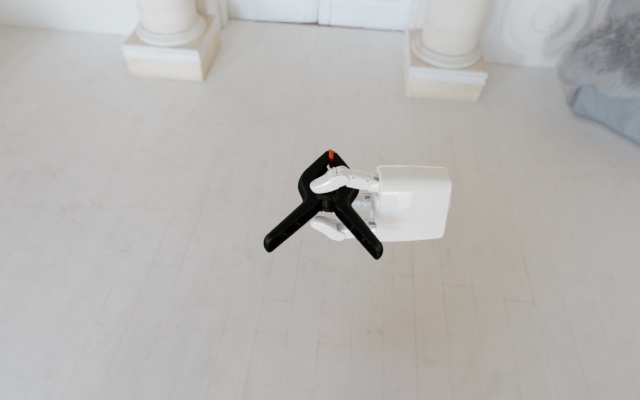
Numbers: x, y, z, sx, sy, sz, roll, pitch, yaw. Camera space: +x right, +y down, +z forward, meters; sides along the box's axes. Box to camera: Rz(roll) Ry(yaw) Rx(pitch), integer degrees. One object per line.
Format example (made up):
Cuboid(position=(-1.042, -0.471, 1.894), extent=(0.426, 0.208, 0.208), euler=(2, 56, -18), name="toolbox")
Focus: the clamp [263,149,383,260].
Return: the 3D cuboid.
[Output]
Cuboid(position=(0.000, 0.001, 0.713), extent=(0.164, 0.209, 0.036), euler=(-1, -43, -3), name="clamp")
